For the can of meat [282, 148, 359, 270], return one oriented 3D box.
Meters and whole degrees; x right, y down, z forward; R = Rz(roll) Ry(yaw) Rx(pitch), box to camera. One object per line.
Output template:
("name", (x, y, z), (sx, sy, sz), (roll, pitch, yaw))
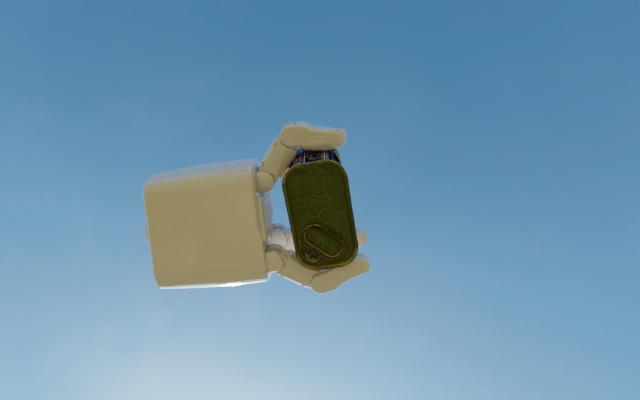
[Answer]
("can of meat", (0.000, 0.001, 0.458), (0.057, 0.102, 0.084), (-9, 19, 3))
